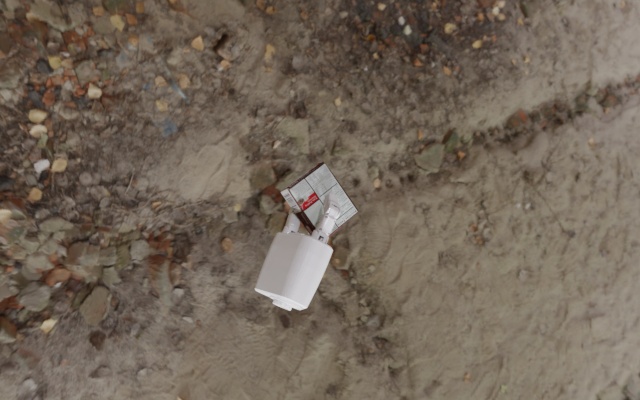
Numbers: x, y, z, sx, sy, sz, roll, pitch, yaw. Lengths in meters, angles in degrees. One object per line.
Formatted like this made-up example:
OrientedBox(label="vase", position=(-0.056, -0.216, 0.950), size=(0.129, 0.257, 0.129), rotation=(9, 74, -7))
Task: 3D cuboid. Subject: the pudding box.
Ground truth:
OrientedBox(label="pudding box", position=(0.000, 0.003, 0.836), size=(0.090, 0.113, 0.039), rotation=(-38, 10, -23))
